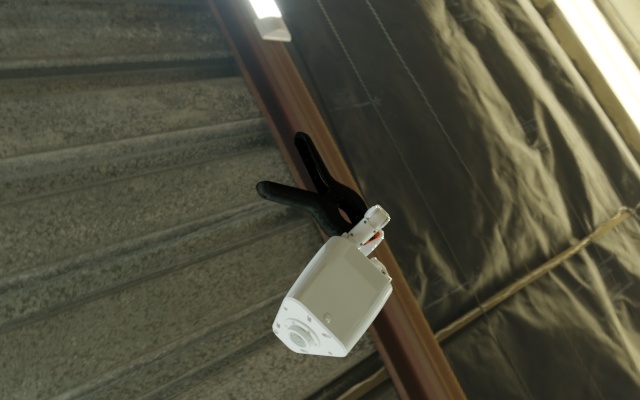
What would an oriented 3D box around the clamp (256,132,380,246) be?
[{"bbox_3d":[0.000,0.002,0.602,0.120,0.171,0.039,-47,5,-37],"label":"clamp"}]
